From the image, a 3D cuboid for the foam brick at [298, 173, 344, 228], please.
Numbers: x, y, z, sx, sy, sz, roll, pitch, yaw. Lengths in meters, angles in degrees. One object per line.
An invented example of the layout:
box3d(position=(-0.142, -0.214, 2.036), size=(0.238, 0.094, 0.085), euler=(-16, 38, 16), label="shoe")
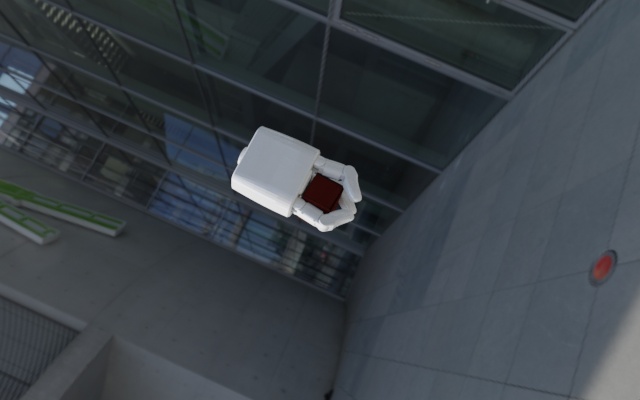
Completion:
box3d(position=(0.000, 0.003, 0.784), size=(0.051, 0.053, 0.078), euler=(27, -31, 5), label="foam brick")
